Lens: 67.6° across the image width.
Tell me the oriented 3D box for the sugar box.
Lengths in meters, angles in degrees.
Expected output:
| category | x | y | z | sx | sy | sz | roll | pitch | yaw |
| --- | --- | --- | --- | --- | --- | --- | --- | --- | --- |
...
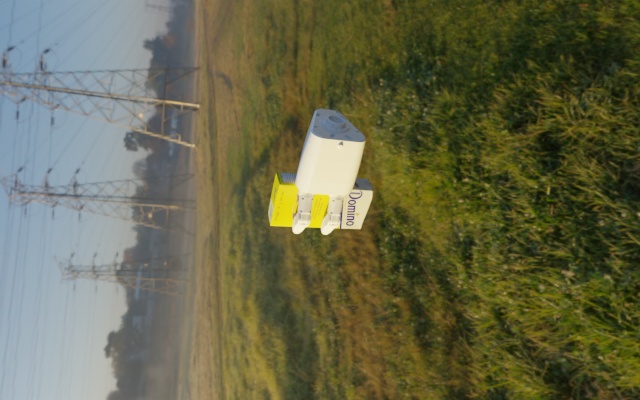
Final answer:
| category | x | y | z | sx | sy | sz | roll | pitch | yaw |
| --- | --- | --- | --- | --- | --- | --- | --- | --- | --- |
| sugar box | 0.000 | 0.003 | 0.859 | 0.176 | 0.093 | 0.048 | 4 | 35 | -17 |
